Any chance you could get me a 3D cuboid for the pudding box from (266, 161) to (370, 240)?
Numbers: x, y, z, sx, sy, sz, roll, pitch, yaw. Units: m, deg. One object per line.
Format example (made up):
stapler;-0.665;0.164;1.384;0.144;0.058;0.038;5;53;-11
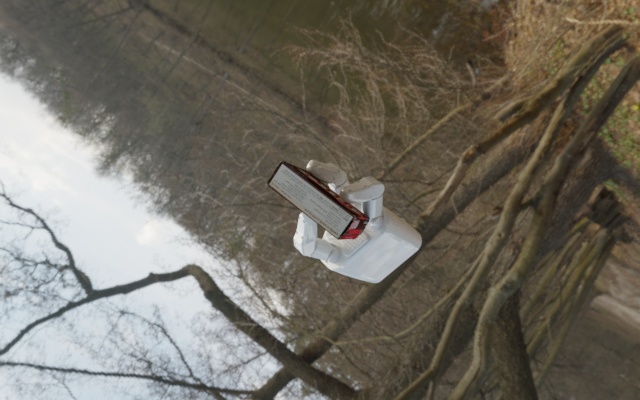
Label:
pudding box;0.000;0.002;0.577;0.113;0.039;0.090;35;5;15
